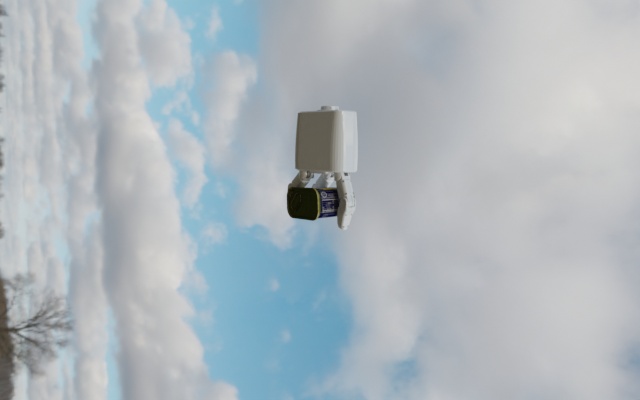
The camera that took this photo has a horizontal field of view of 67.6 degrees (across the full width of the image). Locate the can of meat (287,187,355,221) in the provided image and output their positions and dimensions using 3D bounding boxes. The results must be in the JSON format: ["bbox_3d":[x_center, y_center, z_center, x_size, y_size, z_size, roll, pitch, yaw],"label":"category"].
[{"bbox_3d":[0.000,0.003,0.868,0.084,0.057,0.102,-4,4,-35],"label":"can of meat"}]
